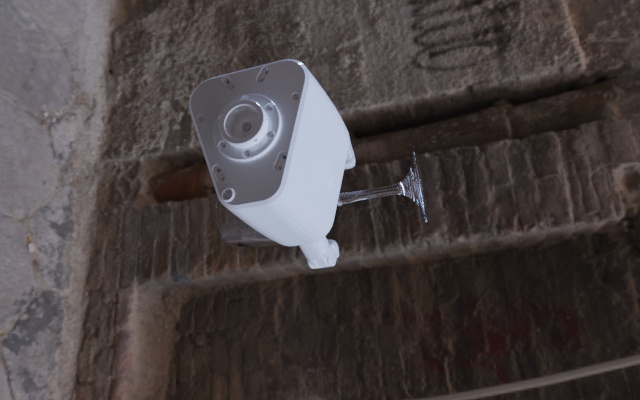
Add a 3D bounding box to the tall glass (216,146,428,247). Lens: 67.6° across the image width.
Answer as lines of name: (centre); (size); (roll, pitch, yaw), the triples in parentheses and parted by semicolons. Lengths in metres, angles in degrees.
tall glass: (0.001, 0.002, 0.475); (0.201, 0.079, 0.079); (-10, -3, 14)
